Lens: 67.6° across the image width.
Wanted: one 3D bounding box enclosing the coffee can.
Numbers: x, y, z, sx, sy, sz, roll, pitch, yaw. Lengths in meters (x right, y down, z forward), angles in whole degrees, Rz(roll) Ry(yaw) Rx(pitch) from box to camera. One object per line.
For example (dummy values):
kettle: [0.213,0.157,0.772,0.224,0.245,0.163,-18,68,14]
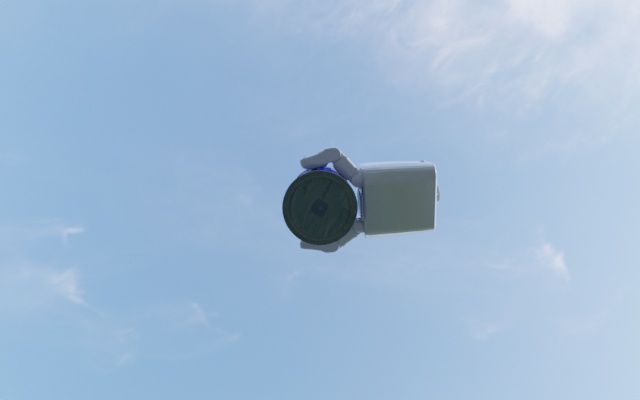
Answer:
coffee can: [0.000,0.002,0.713,0.103,0.103,0.140,0,7,1]
